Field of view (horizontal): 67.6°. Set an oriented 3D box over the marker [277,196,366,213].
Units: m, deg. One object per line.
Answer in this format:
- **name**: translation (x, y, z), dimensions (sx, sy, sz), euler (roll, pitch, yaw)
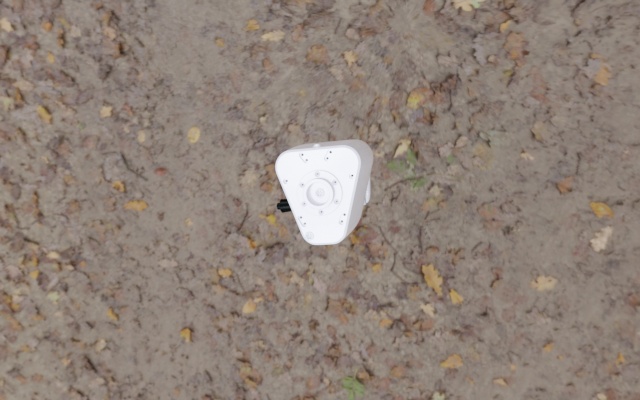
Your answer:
- **marker**: translation (0.000, 0.002, 0.639), dimensions (0.121, 0.020, 0.020), euler (-5, -1, 12)
